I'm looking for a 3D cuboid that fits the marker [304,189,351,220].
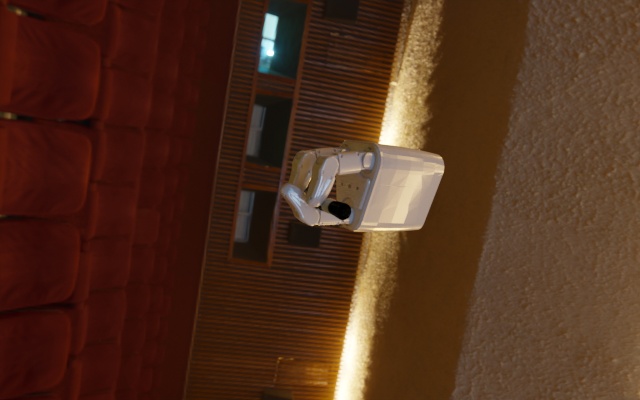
[{"bbox_3d":[0.000,0.002,0.559,0.020,0.020,0.121,0,11,-28],"label":"marker"}]
